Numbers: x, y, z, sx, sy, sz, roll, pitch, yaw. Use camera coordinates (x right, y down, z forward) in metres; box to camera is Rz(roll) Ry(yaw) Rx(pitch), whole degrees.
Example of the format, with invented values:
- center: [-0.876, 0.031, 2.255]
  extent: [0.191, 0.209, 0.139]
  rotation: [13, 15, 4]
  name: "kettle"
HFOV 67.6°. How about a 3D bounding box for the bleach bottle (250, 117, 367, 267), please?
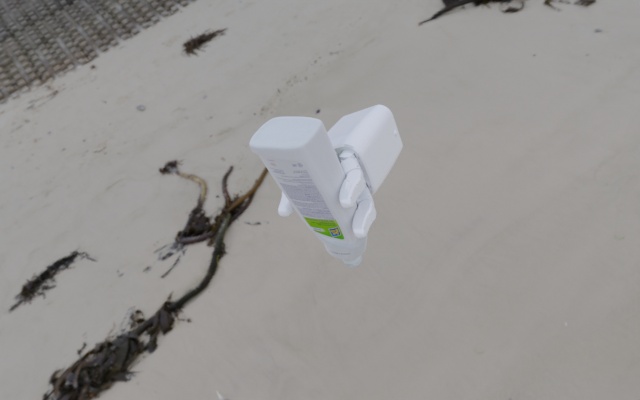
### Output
- center: [0.000, 0.002, 0.673]
  extent: [0.102, 0.251, 0.068]
  rotation: [9, 49, 37]
  name: "bleach bottle"
